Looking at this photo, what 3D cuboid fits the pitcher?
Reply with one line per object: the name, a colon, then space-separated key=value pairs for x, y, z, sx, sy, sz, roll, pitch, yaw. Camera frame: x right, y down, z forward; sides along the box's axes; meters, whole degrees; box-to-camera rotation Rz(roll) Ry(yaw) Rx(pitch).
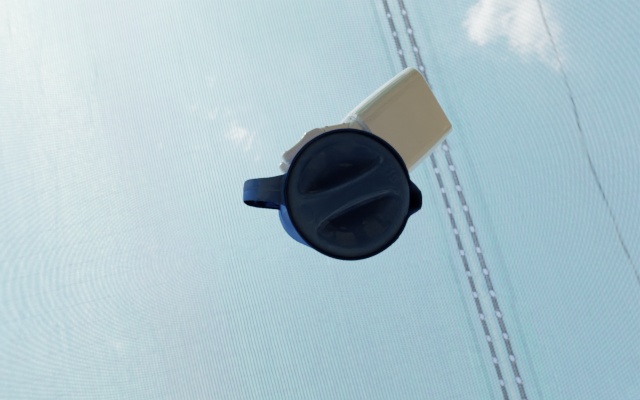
pitcher: x=0.000 y=0.002 z=0.586 sx=0.145 sy=0.149 sz=0.243 roll=-44 pitch=3 yaw=-11
